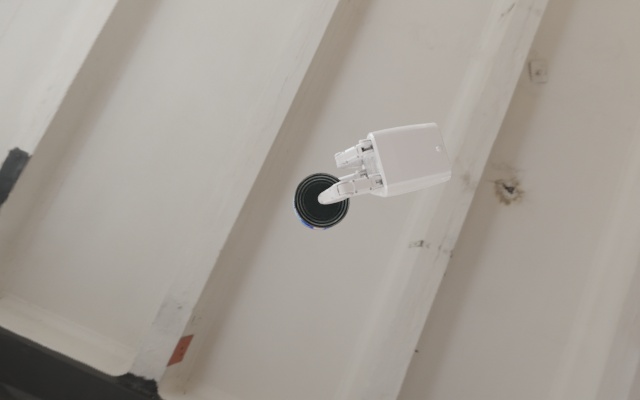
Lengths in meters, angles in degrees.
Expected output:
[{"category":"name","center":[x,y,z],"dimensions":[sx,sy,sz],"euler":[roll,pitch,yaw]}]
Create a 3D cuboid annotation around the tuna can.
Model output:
[{"category":"tuna can","center":[0.000,0.003,0.738],"dimensions":[0.086,0.086,0.034],"euler":[0,-10,-9]}]
